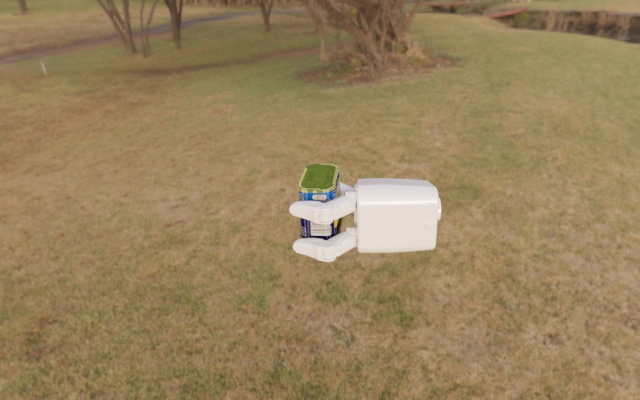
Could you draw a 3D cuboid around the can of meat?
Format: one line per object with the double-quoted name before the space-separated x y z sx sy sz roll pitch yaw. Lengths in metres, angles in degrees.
"can of meat" 0.000 0.002 0.680 0.057 0.084 0.102 1 26 7
